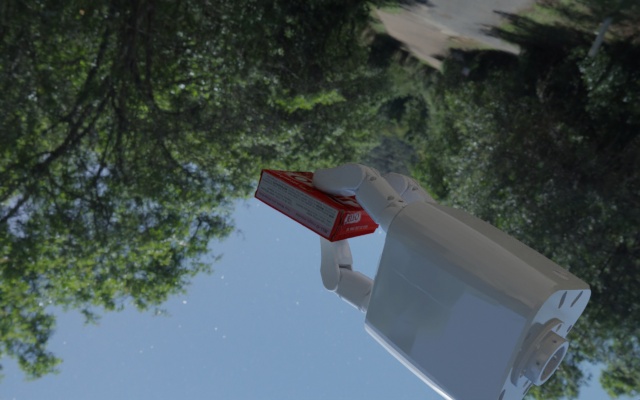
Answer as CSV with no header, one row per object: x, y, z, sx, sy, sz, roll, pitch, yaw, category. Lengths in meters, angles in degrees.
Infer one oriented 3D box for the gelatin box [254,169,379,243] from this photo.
0.000,0.002,0.413,0.089,0.030,0.073,27,16,30,gelatin box
